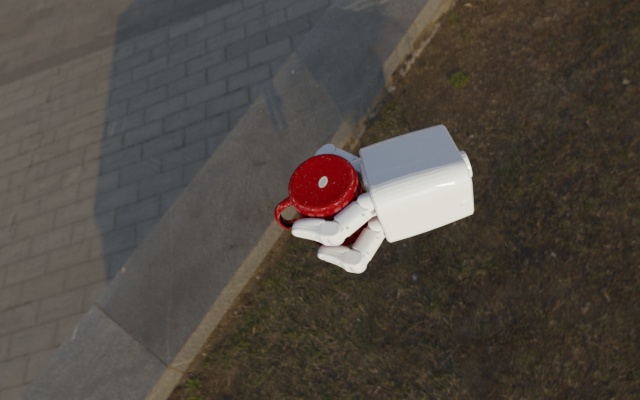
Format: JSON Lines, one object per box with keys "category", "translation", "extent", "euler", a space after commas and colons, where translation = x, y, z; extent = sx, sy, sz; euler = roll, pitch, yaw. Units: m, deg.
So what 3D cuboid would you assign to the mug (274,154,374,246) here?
{"category": "mug", "translation": [-0.001, 0.002, 0.573], "extent": [0.117, 0.093, 0.081], "euler": [-18, -35, 7]}
